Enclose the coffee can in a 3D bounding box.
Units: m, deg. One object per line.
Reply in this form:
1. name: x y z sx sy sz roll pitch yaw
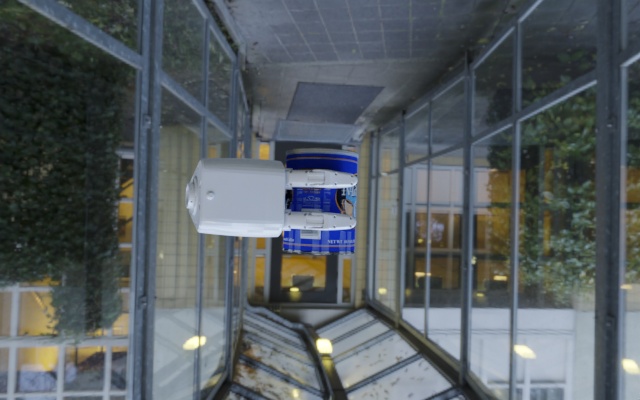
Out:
1. coffee can: 0.000 0.002 0.673 0.103 0.140 0.103 2 -2 0
